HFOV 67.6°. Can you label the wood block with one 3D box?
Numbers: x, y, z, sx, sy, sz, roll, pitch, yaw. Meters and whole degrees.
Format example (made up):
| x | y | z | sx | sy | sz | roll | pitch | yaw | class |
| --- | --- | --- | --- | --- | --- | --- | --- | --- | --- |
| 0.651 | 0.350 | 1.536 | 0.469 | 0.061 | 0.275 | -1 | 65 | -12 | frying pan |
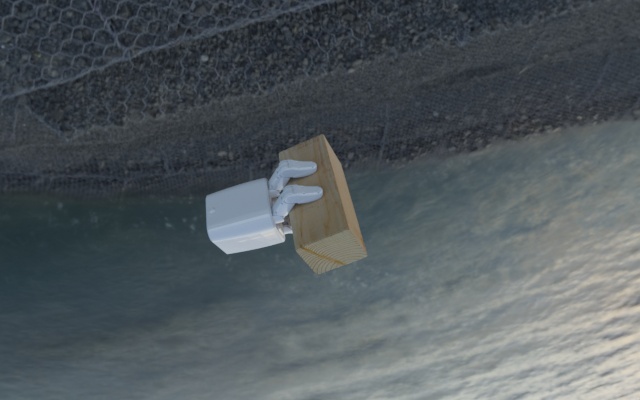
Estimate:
| x | y | z | sx | sy | sz | roll | pitch | yaw | class |
| --- | --- | --- | --- | --- | --- | --- | --- | --- | --- |
| 0.000 | 0.003 | 0.790 | 0.090 | 0.206 | 0.091 | -22 | -40 | 11 | wood block |
